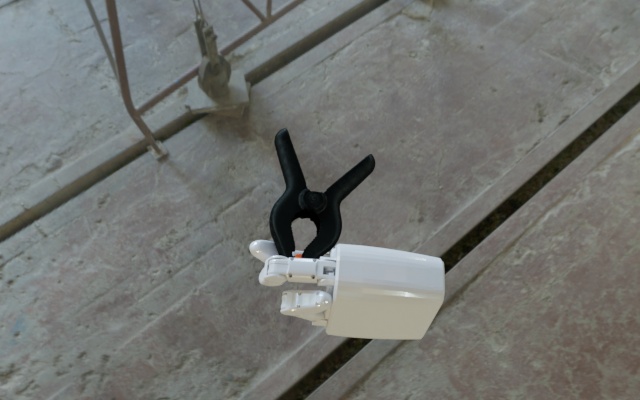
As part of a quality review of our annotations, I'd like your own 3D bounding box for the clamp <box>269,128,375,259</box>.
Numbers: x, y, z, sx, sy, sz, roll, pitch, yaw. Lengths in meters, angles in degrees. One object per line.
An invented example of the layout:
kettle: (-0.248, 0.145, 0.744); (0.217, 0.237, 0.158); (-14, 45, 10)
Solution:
clamp: (0.000, 0.002, 0.529); (0.120, 0.171, 0.039); (6, -23, -1)
